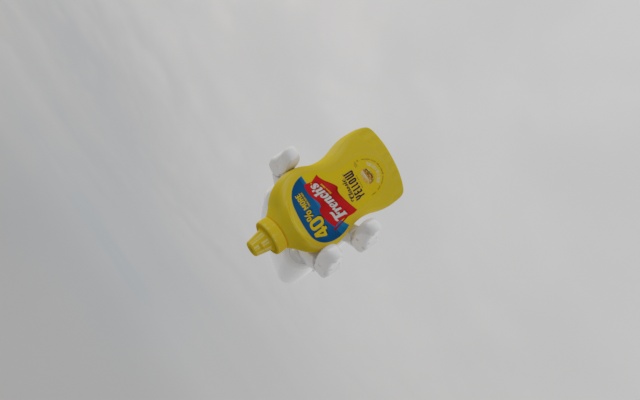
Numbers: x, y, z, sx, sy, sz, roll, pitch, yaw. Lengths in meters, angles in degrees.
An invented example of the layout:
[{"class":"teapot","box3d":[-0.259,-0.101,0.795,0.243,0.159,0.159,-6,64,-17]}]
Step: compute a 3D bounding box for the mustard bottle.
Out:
[{"class":"mustard bottle","box3d":[0.000,0.002,0.534,0.191,0.096,0.058,-34,13,-22]}]
